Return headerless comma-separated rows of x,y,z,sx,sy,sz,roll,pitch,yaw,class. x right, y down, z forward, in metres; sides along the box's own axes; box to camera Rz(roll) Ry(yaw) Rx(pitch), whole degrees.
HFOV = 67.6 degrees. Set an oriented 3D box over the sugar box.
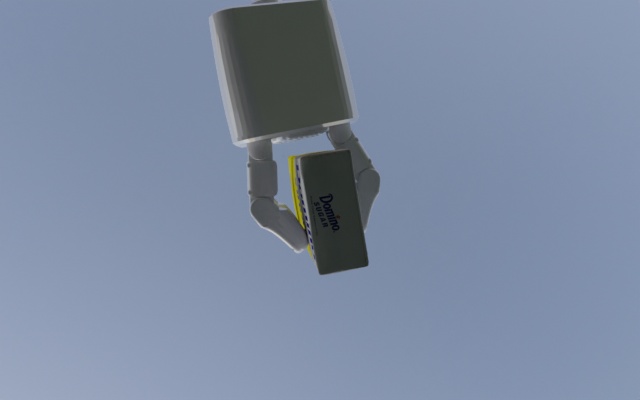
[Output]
-0.001,0.001,0.439,0.048,0.093,0.176,-10,6,-3,sugar box
